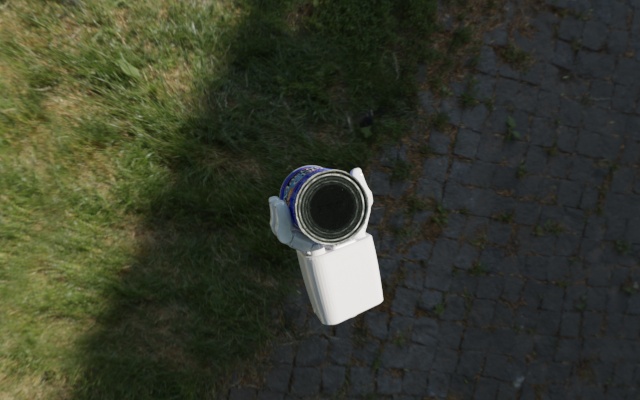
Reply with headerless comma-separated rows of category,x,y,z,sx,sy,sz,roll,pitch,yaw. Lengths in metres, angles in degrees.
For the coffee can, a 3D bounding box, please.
coffee can,0.000,0.002,0.702,0.103,0.103,0.140,0,6,-13
